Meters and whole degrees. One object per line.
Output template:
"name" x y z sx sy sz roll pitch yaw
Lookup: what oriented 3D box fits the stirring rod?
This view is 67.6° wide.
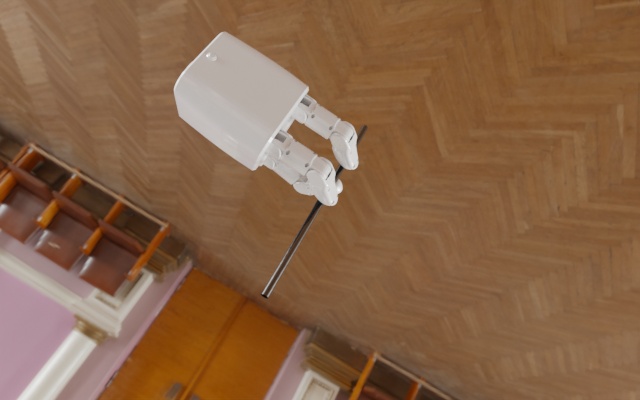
"stirring rod" 0.000 0.002 0.515 0.011 0.239 0.011 22 -31 14
